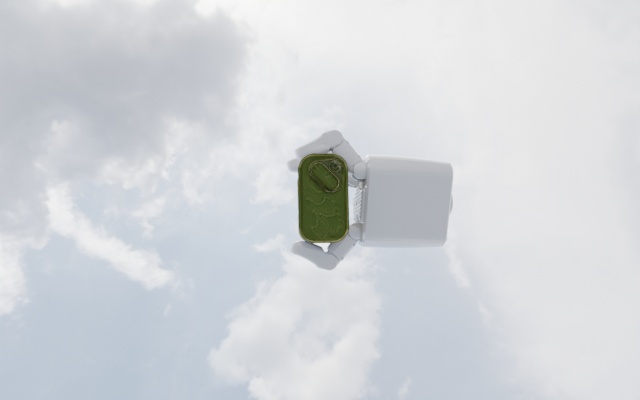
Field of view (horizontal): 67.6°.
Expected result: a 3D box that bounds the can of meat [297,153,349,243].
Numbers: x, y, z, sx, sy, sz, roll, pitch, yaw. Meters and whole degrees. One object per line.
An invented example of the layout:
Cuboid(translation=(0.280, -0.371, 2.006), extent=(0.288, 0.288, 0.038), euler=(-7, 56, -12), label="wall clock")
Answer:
Cuboid(translation=(0.000, 0.002, 0.575), extent=(0.057, 0.102, 0.084), euler=(0, -7, -5), label="can of meat")
